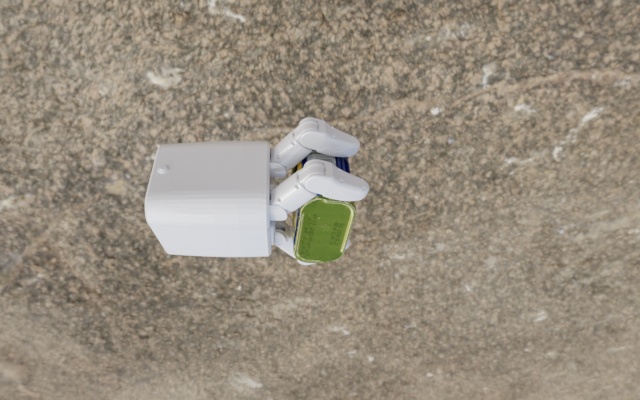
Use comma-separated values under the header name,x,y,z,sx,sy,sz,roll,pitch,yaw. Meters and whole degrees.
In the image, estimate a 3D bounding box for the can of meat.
name,x,y,z,sx,sy,sz,roll,pitch,yaw
can of meat,0.000,0.002,0.478,0.057,0.083,0.102,2,-43,-8
